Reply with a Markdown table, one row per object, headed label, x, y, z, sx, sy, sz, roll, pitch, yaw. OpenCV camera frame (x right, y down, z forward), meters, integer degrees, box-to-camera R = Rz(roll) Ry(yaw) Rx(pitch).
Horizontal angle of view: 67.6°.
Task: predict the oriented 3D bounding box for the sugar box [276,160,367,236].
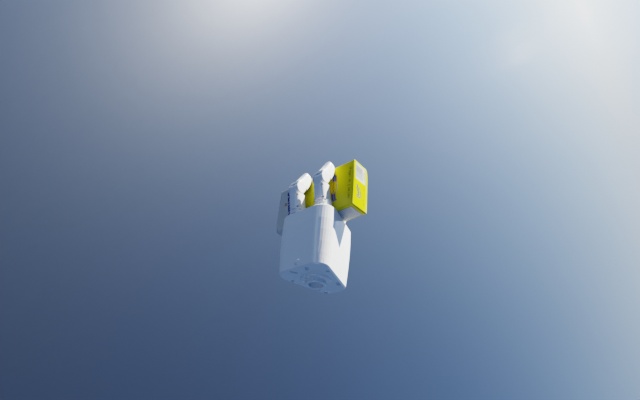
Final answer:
| label | x | y | z | sx | sy | sz | roll | pitch | yaw |
| --- | --- | --- | --- | --- | --- | --- | --- | --- | --- |
| sugar box | 0.000 | 0.003 | 0.841 | 0.176 | 0.093 | 0.048 | -21 | -42 | 33 |
